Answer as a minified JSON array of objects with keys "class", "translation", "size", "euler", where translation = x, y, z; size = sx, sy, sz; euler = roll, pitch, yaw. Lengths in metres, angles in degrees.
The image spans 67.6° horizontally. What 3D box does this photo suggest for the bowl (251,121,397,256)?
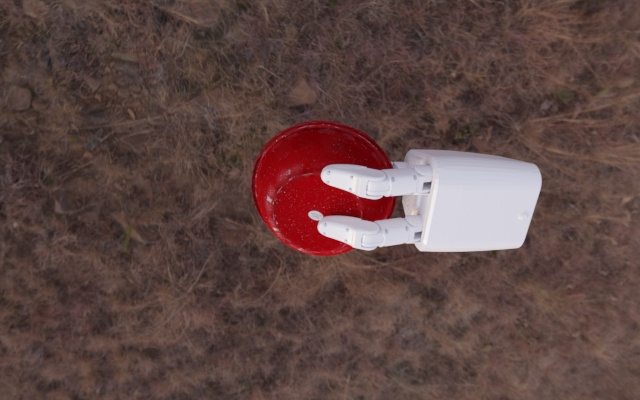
[{"class":"bowl","translation":[-0.001,0.002,0.501],"size":[0.162,0.162,0.055],"euler":[0,27,8]}]
